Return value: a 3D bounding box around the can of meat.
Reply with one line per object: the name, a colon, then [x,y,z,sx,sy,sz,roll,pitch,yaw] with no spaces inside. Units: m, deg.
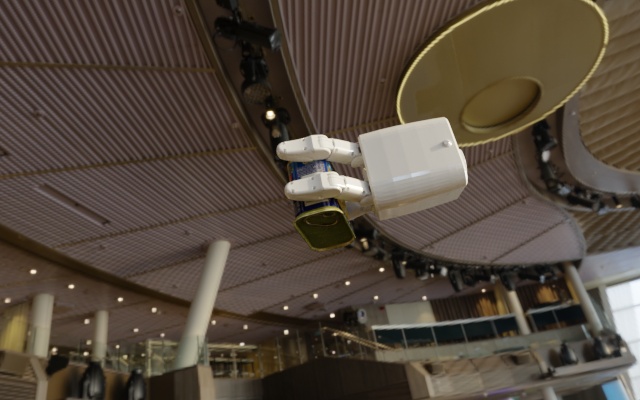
can of meat: [0.000,0.002,0.575,0.057,0.084,0.102,-15,-30,9]
